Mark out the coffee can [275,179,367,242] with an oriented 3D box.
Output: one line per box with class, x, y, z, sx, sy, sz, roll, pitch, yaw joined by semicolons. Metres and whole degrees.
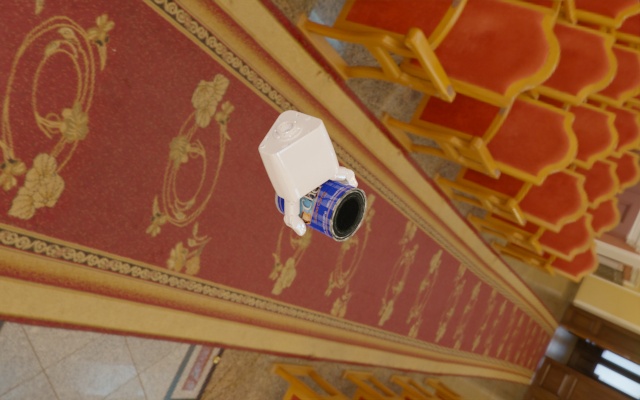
coffee can;0.000;0.003;0.889;0.140;0.103;0.103;24;15;36
